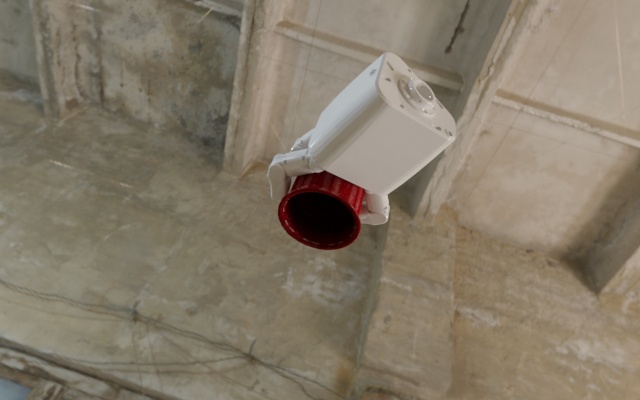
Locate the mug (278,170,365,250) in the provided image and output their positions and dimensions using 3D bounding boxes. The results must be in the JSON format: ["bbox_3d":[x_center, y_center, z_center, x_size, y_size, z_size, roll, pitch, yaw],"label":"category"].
[{"bbox_3d":[-0.001,0.002,0.556,0.093,0.081,0.117,37,-48,-16],"label":"mug"}]
